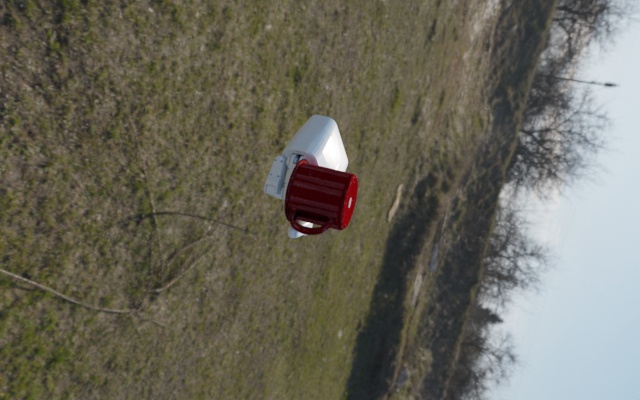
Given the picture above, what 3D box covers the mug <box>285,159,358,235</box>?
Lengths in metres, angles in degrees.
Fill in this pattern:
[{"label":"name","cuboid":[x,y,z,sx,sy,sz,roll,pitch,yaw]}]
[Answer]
[{"label":"mug","cuboid":[0.000,0.003,0.667,0.081,0.093,0.117,13,45,15]}]
